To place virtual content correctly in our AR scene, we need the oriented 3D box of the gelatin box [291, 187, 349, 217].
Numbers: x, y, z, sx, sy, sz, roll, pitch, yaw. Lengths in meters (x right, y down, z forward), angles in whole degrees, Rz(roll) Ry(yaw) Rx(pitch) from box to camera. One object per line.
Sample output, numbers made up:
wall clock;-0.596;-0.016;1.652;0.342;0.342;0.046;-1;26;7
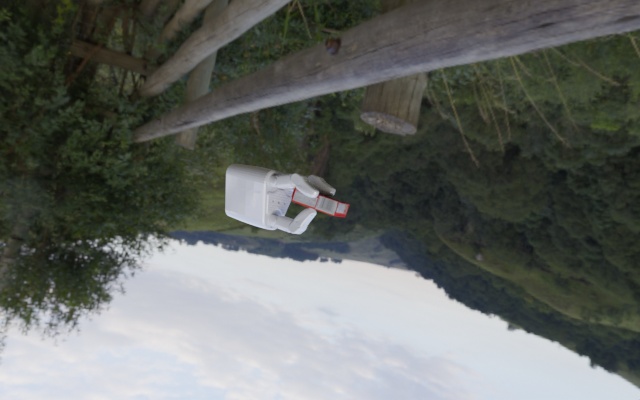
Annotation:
gelatin box;0.000;0.003;0.875;0.089;0.030;0.073;19;2;19
